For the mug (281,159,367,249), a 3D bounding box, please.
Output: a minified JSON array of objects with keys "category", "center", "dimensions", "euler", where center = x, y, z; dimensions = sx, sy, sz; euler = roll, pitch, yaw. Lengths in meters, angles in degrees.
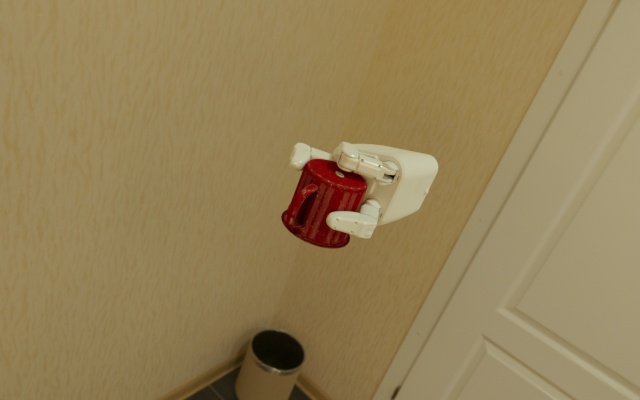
[{"category":"mug","center":[-0.001,0.002,0.583],"dimensions":[0.093,0.081,0.117],"euler":[35,27,29]}]
